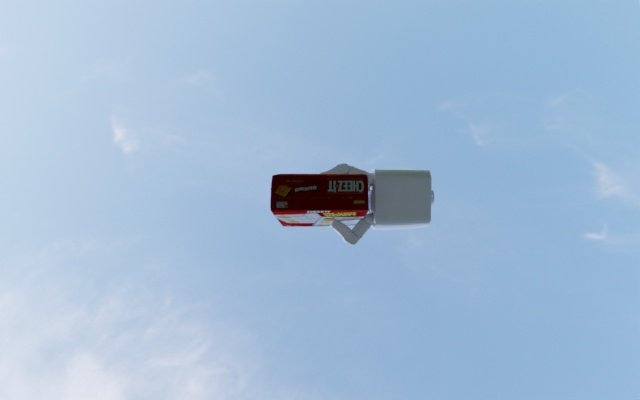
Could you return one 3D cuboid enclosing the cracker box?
[{"bbox_3d":[0.000,0.003,0.891,0.164,0.072,0.214,-1,-10,1],"label":"cracker box"}]
